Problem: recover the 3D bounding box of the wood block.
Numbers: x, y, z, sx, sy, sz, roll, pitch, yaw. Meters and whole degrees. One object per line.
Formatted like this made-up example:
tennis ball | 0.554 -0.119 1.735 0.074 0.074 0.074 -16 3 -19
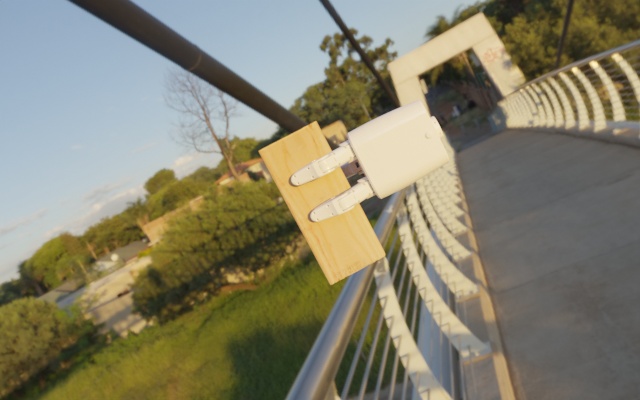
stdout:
wood block | 0.000 0.002 0.683 0.090 0.206 0.091 -28 6 -2
